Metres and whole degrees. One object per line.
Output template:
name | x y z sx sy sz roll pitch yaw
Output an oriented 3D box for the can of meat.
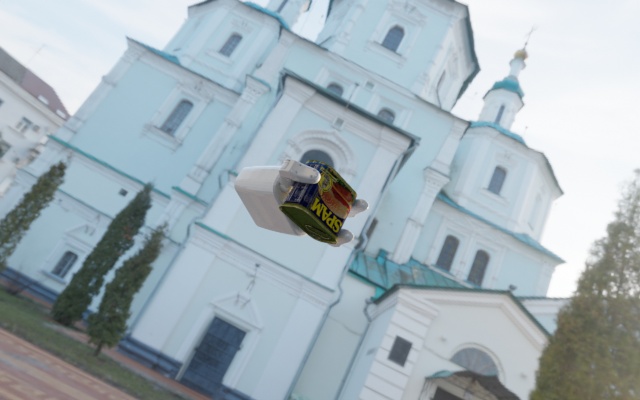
can of meat | 0.000 0.002 0.705 0.057 0.084 0.102 4 -31 45
